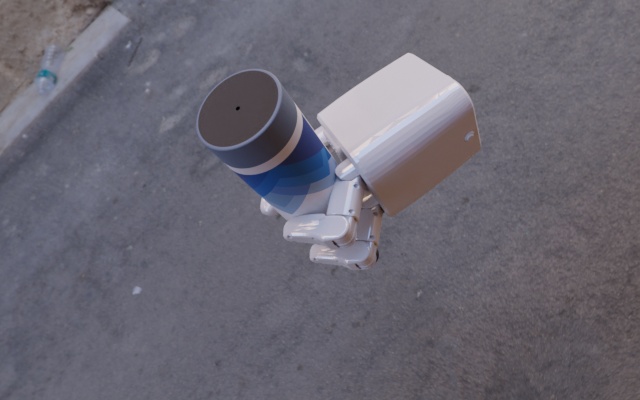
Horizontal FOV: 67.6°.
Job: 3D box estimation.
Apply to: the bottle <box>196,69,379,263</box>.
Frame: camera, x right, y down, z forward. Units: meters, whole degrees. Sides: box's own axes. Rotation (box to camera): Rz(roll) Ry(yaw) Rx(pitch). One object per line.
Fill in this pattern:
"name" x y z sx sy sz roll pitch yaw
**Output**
"bottle" 0.000 0.001 0.440 0.069 0.069 0.296 0 -26 25
